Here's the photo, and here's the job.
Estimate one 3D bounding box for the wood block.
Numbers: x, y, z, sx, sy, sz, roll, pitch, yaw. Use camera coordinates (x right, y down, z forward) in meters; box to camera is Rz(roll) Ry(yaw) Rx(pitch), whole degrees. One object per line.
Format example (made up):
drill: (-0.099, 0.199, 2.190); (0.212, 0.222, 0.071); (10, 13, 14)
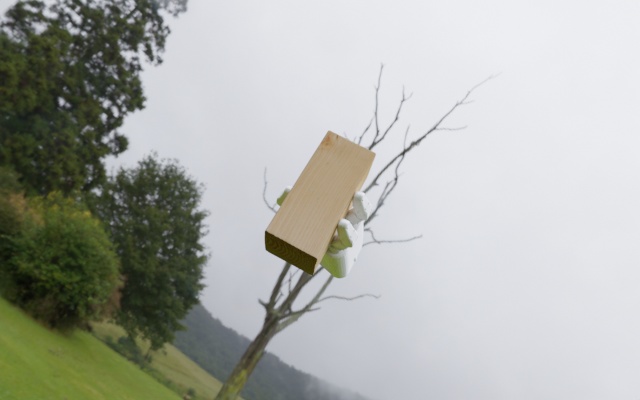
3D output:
wood block: (0.000, 0.002, 0.774); (0.091, 0.206, 0.090); (27, -25, 7)
